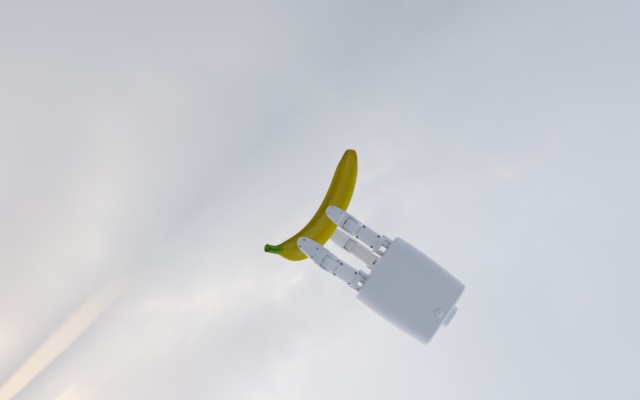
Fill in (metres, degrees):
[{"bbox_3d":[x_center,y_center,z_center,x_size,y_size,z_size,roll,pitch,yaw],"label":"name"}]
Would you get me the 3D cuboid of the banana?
[{"bbox_3d":[0.004,0.016,0.667,0.037,0.197,0.070,20,-29,37],"label":"banana"}]
